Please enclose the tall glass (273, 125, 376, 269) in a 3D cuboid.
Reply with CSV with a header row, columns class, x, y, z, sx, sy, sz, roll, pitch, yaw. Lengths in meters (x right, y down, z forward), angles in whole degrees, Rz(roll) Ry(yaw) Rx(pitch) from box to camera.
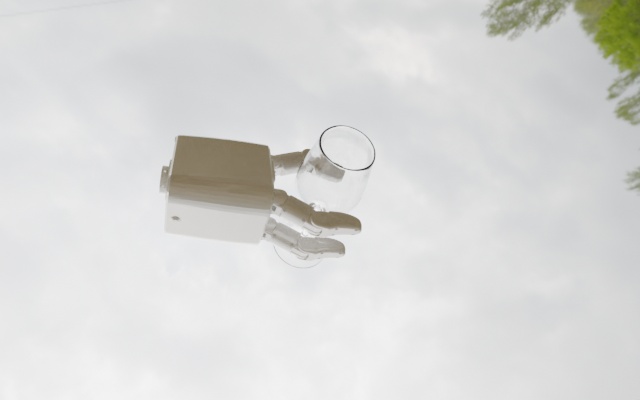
class,x,y,z,sx,sy,sz,roll,pitch,yaw
tall glass,0.000,0.002,0.566,0.079,0.079,0.201,0,-35,-20
